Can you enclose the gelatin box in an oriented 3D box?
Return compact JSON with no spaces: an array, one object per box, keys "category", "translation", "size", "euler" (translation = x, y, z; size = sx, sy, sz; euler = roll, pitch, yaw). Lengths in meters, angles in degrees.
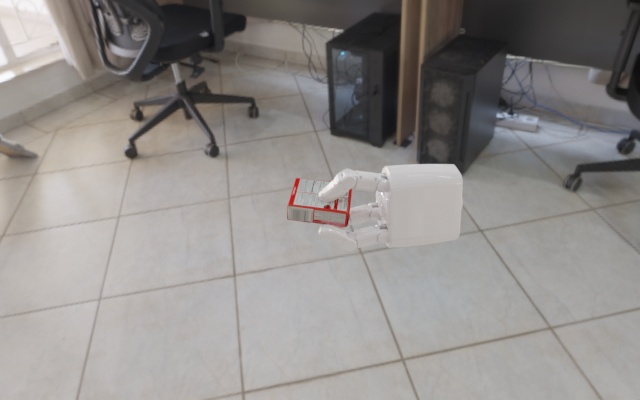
[{"category":"gelatin box","translation":[0.000,0.002,0.701],"size":[0.089,0.030,0.073],"euler":[7,36,3]}]
